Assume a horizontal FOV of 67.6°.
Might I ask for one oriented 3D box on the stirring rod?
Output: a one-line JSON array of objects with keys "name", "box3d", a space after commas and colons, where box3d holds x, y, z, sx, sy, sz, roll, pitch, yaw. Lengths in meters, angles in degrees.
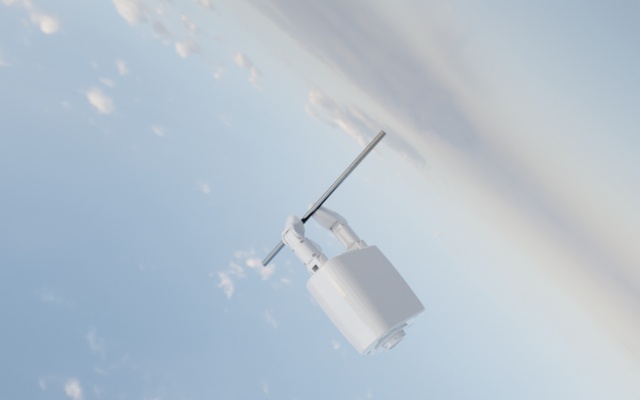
[{"name": "stirring rod", "box3d": [0.000, 0.002, 0.616, 0.011, 0.239, 0.011, 38, 17, -14]}]
